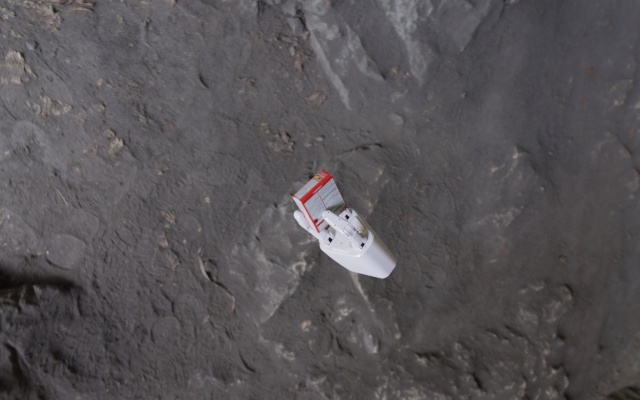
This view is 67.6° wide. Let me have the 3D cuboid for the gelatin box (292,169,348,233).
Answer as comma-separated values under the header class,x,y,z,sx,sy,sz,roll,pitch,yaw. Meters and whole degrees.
class,x,y,z,sx,sy,sz,roll,pitch,yaw
gelatin box,0.000,0.003,0.834,0.073,0.089,0.030,-43,44,-16
